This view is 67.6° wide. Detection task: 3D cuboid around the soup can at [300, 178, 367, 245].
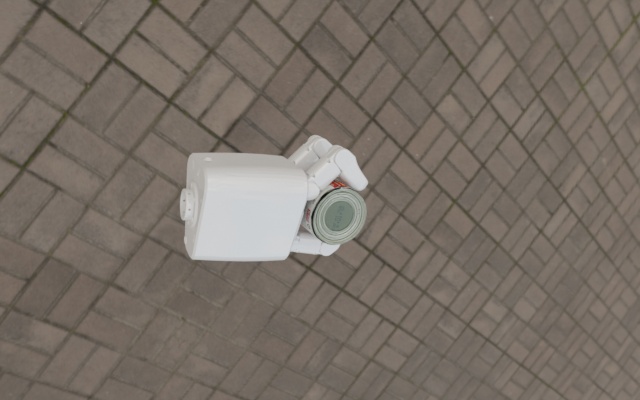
[{"bbox_3d":[0.001,0.002,0.553,0.068,0.068,0.102,0,18,-26],"label":"soup can"}]
